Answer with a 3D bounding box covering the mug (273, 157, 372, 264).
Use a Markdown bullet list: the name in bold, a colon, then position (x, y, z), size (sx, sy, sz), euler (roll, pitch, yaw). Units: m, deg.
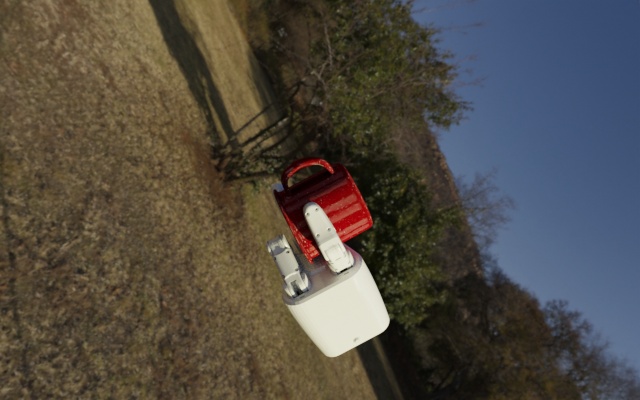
- **mug**: position (0.000, 0.000, 0.523), size (0.081, 0.117, 0.093), euler (-28, 33, 0)
